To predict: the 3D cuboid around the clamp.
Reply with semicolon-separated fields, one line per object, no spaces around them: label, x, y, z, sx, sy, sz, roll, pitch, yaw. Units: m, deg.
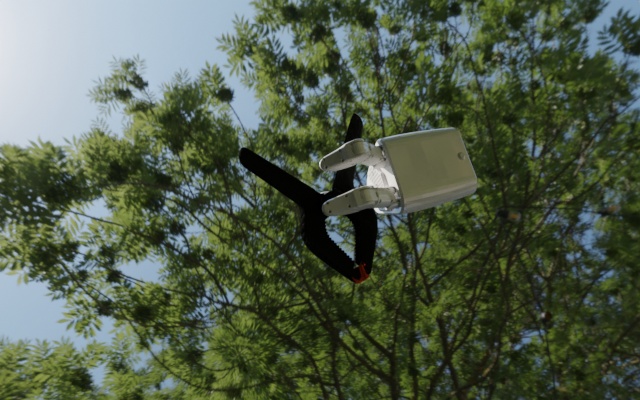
clamp;0.000;0.003;0.577;0.164;0.210;0.036;-13;-15;-12
